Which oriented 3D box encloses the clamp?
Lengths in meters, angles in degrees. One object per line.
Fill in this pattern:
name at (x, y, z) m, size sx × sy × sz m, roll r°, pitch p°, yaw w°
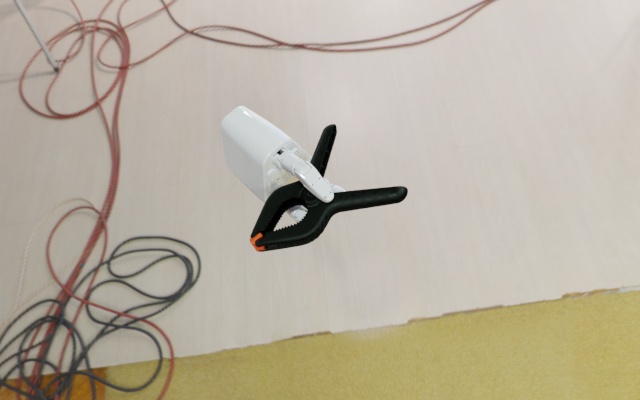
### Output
clamp at (-0.001, 0.002, 0.640) m, size 0.164 × 0.210 × 0.036 m, roll 38°, pitch -16°, yaw 30°
